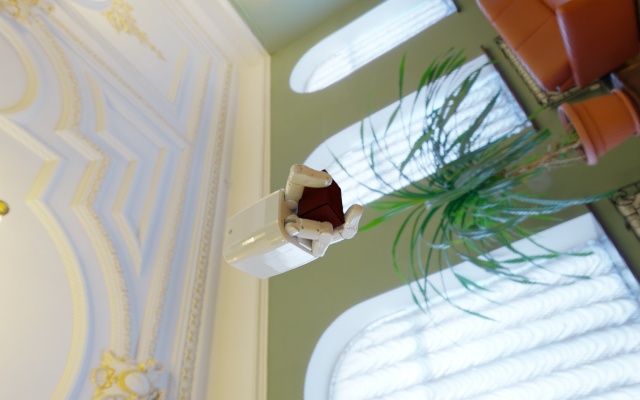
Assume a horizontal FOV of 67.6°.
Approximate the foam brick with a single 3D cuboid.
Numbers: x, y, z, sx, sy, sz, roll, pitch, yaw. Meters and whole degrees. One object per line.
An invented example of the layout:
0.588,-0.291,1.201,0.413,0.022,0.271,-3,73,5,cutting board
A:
0.000,0.002,0.713,0.051,0.078,0.053,-26,-51,19,foam brick
